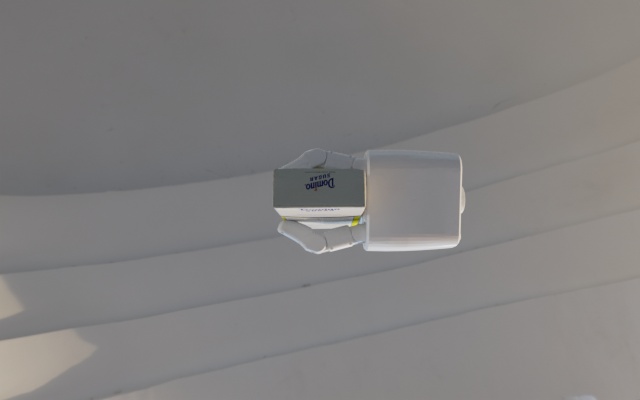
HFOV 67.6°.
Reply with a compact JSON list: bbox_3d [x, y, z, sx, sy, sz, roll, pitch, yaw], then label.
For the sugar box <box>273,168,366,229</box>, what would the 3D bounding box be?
[{"bbox_3d":[0.000,0.001,0.548,0.093,0.048,0.176,0,-12,0],"label":"sugar box"}]
